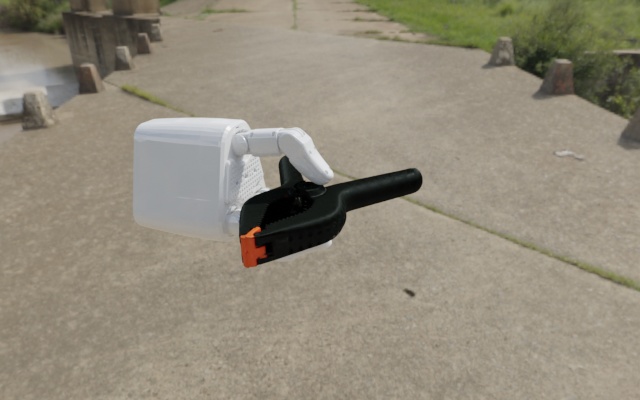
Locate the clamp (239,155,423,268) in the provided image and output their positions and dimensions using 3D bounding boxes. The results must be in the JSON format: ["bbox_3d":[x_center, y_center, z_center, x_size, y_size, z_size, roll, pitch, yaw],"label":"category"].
[{"bbox_3d":[0.000,0.001,0.443,0.164,0.036,0.210,5,24,20],"label":"clamp"}]
